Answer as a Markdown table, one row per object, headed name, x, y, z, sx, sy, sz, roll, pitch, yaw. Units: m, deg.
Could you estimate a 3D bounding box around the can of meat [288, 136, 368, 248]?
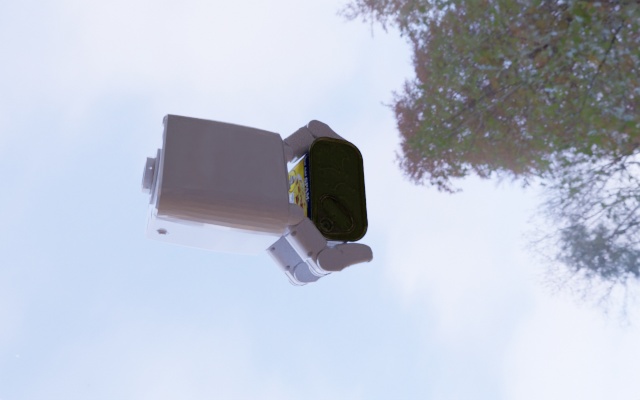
| name | x | y | z | sx | sy | sz | roll | pitch | yaw |
| --- | --- | --- | --- | --- | --- | --- | --- | --- | --- |
| can of meat | 0.000 | 0.002 | 0.475 | 0.057 | 0.102 | 0.084 | 7 | -22 | -24 |
